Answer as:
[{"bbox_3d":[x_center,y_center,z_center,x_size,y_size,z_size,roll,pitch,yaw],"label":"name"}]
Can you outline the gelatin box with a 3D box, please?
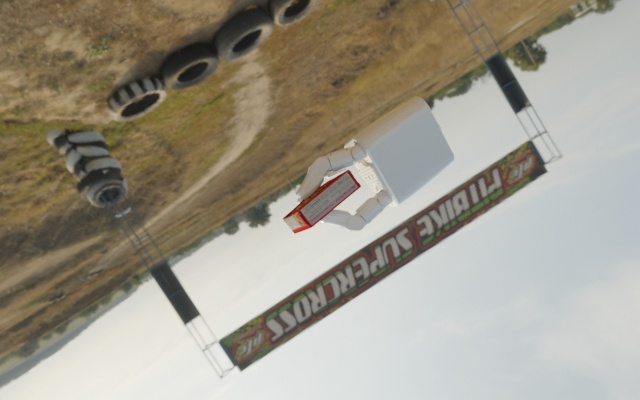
[{"bbox_3d":[0.000,0.003,0.614,0.089,0.030,0.073,-40,5,-21],"label":"gelatin box"}]
